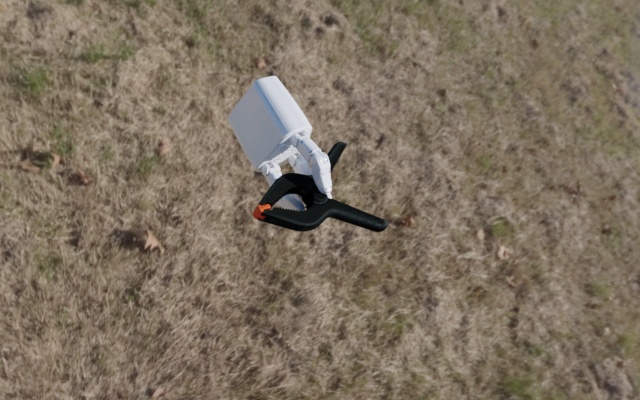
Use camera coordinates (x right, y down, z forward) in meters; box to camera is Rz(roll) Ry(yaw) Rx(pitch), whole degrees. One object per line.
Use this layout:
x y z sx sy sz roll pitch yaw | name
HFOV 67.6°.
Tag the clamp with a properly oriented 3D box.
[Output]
0.000 0.002 0.722 0.210 0.164 0.036 -23 -16 -35 | clamp
